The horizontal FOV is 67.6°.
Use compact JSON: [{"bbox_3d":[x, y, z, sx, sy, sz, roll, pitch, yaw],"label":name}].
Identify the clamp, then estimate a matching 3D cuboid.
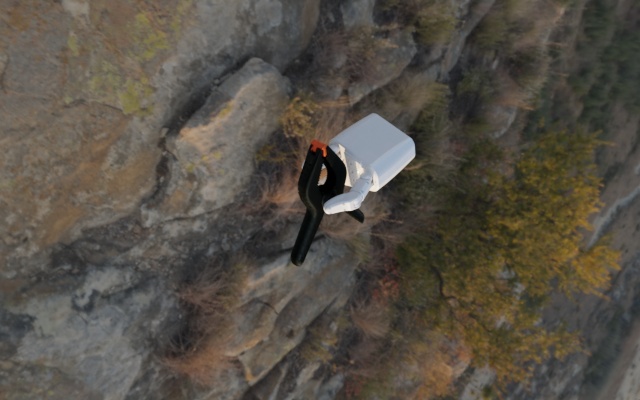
[{"bbox_3d":[0.001,0.002,0.774,0.164,0.210,0.036,-38,47,-25],"label":"clamp"}]
